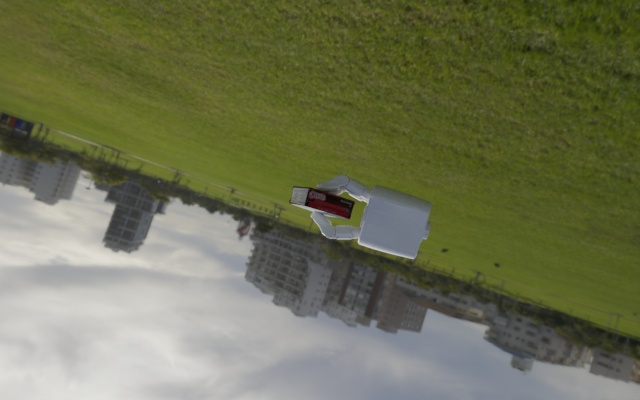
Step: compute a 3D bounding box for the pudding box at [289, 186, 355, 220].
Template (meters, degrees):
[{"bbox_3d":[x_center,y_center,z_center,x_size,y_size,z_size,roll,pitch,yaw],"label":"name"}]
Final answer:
[{"bbox_3d":[0.000,0.003,0.876,0.090,0.039,0.113,18,-5,-18],"label":"pudding box"}]
